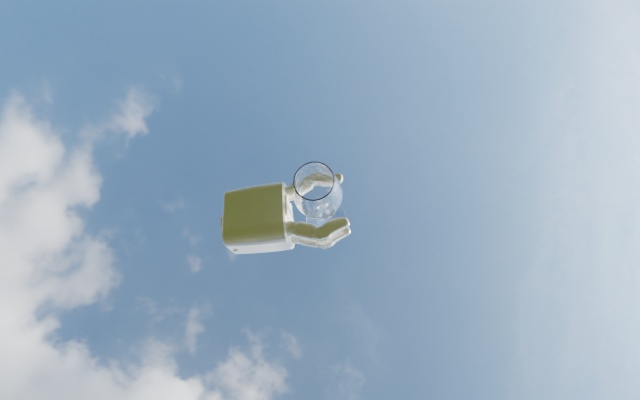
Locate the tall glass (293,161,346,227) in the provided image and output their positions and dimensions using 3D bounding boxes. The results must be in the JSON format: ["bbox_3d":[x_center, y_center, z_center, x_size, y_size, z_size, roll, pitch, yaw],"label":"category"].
[{"bbox_3d":[0.000,0.003,0.792,0.079,0.079,0.201,0,-19,6],"label":"tall glass"}]
